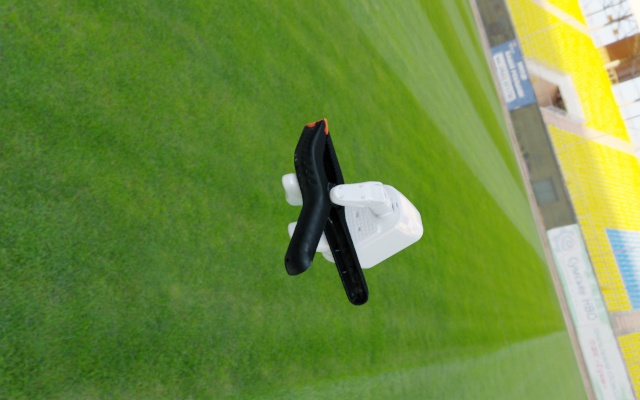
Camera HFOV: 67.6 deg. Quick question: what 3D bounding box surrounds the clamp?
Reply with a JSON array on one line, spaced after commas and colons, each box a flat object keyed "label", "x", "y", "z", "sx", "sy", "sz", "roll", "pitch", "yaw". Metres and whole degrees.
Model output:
[{"label": "clamp", "x": 0.001, "y": 0.001, "z": 0.507, "sx": 0.036, "sy": 0.210, "sz": 0.164, "roll": -15, "pitch": -20, "yaw": 20}]
